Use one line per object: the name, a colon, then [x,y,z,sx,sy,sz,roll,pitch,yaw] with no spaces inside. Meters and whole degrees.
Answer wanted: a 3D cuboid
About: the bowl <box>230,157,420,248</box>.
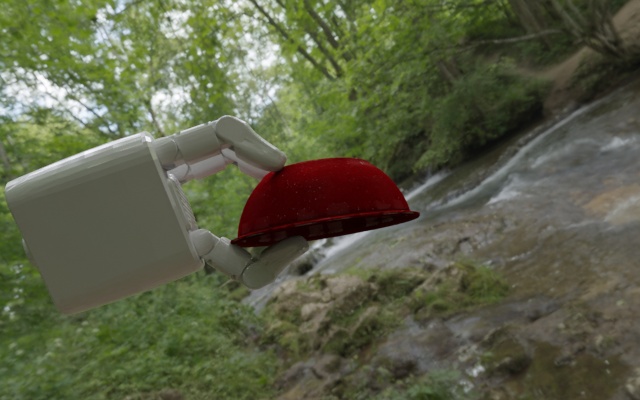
bowl: [0.001,0.001,0.409,0.162,0.055,0.162,-8,-8,-1]
